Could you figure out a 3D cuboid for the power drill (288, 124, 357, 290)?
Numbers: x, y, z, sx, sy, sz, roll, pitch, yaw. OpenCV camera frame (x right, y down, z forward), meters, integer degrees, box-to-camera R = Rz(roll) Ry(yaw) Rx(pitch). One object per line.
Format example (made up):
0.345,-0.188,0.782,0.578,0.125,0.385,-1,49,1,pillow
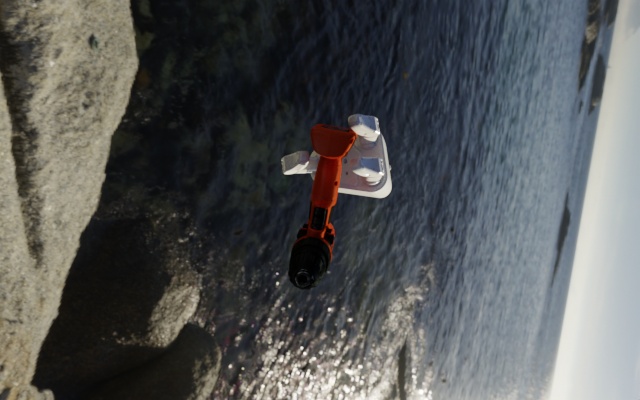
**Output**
0.000,0.001,0.603,0.057,0.188,0.184,12,14,1,power drill
